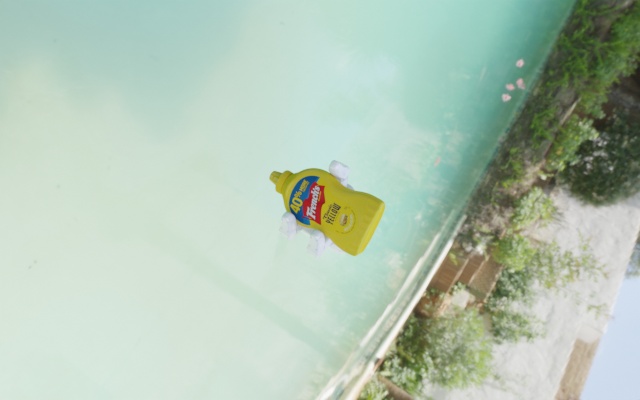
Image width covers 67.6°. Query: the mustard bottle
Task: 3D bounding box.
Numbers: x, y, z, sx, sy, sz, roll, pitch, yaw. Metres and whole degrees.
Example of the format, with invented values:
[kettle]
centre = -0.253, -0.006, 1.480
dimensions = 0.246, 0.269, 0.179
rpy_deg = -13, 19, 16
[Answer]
[mustard bottle]
centre = 0.000, 0.003, 0.760
dimensions = 0.191, 0.096, 0.058
rpy_deg = 29, 16, 18
